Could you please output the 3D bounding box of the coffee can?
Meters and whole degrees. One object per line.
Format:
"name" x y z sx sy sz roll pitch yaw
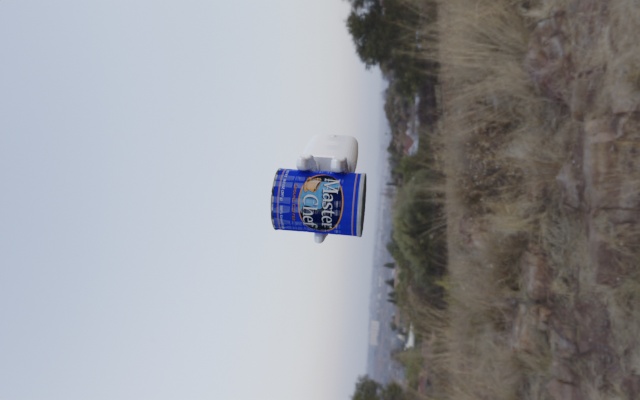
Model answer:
"coffee can" 0.000 0.003 0.767 0.140 0.103 0.103 4 0 8
